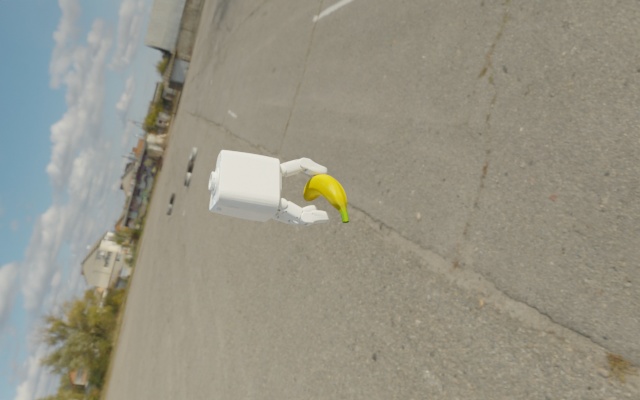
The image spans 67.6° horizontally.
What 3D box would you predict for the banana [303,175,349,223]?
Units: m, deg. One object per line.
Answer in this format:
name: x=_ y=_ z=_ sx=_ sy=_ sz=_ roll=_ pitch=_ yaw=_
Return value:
banana: x=0.004 y=-0.015 z=0.880 sx=0.037 sy=0.069 sz=0.197 roll=4 pitch=10 yaw=-21
